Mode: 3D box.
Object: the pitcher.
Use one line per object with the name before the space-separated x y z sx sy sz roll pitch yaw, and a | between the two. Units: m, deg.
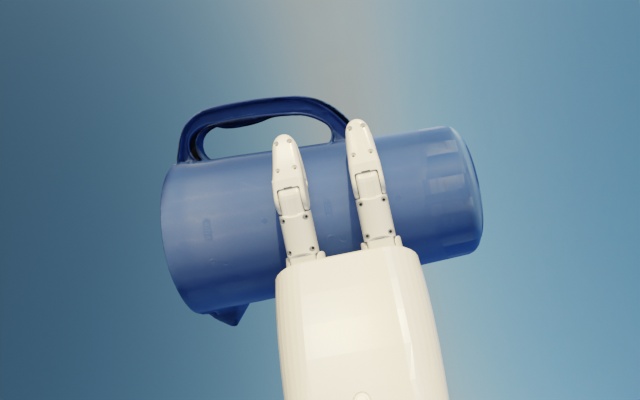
pitcher | 0.000 0.002 0.403 0.243 0.145 0.149 -11 -39 5
